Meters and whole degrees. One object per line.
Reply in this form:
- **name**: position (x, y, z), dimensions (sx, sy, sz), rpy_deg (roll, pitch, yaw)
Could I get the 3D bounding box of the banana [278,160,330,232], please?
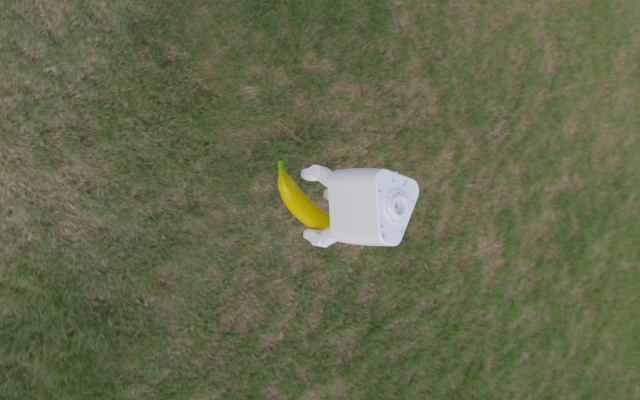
- **banana**: position (-0.010, 0.015, 0.824), dimensions (0.198, 0.069, 0.037), rpy_deg (43, -31, -28)
